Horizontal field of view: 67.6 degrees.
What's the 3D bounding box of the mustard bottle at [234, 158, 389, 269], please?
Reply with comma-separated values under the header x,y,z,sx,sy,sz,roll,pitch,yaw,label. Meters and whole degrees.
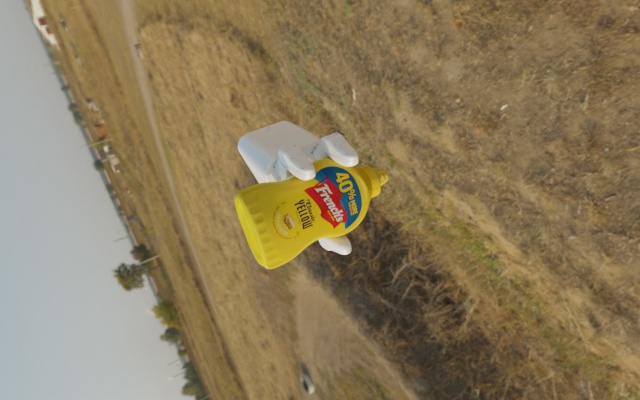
x,y,z,sx,sy,sz,roll,pitch,yaw,label
0.000,0.002,0.577,0.191,0.096,0.058,-23,12,-21,mustard bottle
